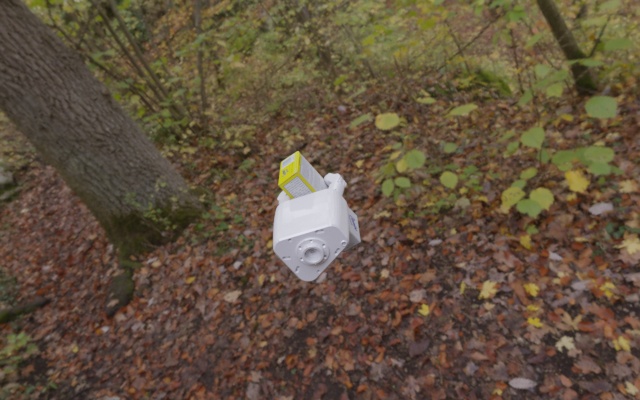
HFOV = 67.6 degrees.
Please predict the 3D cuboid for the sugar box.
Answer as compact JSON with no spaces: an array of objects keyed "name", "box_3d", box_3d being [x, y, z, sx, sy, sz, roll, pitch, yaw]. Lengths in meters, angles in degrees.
[{"name":"sugar box","box_3d":[0.000,0.003,0.835,0.048,0.176,0.093,-33,25,17]}]
